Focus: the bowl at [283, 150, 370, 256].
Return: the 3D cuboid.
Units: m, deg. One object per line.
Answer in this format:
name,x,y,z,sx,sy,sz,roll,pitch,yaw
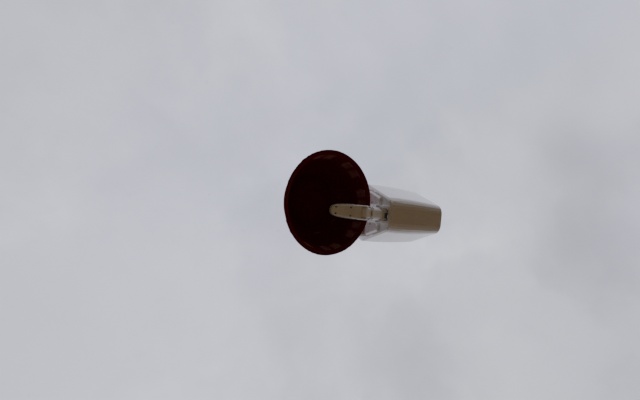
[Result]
bowl,-0.001,0.002,0.748,0.162,0.162,0.055,0,3,-35
